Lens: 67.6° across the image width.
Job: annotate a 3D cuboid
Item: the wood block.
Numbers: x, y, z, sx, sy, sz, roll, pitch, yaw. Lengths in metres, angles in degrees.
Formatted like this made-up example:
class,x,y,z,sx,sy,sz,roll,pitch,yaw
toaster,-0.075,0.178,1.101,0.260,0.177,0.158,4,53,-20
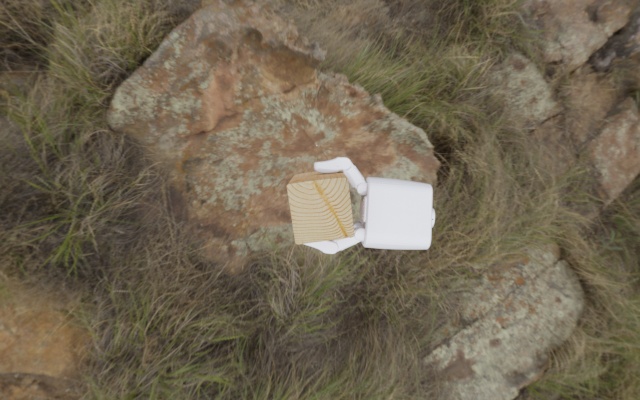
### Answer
class,x,y,z,sx,sy,sz,roll,pitch,yaw
wood block,0.000,0.002,0.785,0.090,0.091,0.206,-7,7,0
